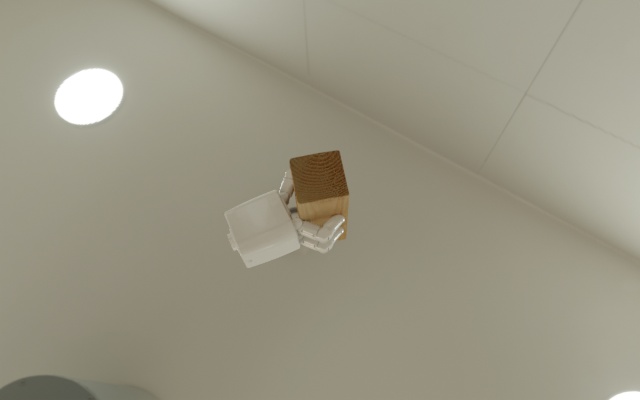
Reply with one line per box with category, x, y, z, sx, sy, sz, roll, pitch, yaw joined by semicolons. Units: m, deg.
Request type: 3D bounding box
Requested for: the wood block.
wood block;0.000;0.003;0.891;0.090;0.090;0.206;-10;-25;-4
